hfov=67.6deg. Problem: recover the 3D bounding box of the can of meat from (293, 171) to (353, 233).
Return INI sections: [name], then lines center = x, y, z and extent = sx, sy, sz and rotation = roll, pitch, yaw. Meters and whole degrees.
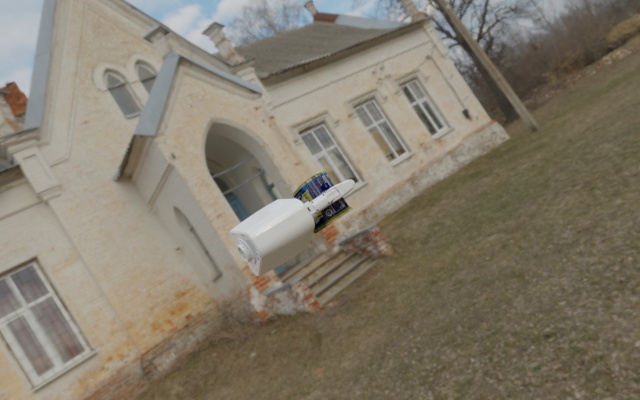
[can of meat]
center = 0.000, 0.002, 0.841
extent = 0.057, 0.084, 0.102
rotation = -33, -3, -21
